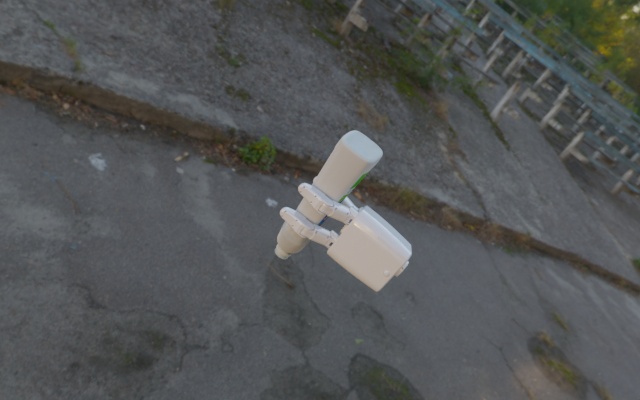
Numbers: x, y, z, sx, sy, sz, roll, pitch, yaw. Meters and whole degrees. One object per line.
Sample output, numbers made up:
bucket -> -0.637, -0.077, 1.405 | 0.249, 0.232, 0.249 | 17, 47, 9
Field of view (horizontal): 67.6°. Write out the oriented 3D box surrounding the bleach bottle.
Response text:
bleach bottle -> 0.000, 0.003, 0.806 | 0.068, 0.251, 0.102 | 39, 27, 5
